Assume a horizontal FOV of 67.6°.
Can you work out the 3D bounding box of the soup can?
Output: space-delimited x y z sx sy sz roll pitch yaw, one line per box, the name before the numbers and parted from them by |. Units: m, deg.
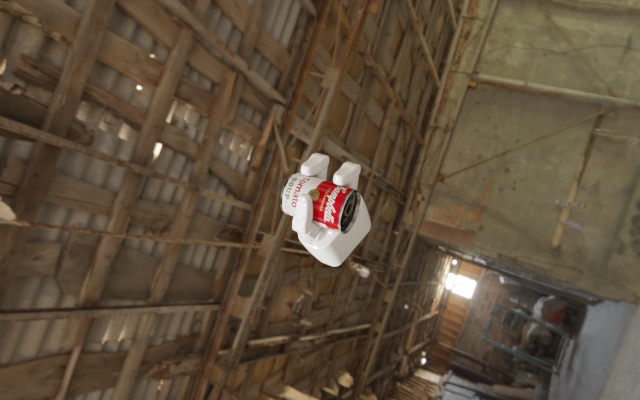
soup can | 0.000 0.002 0.712 0.102 0.068 0.068 18 7 24
